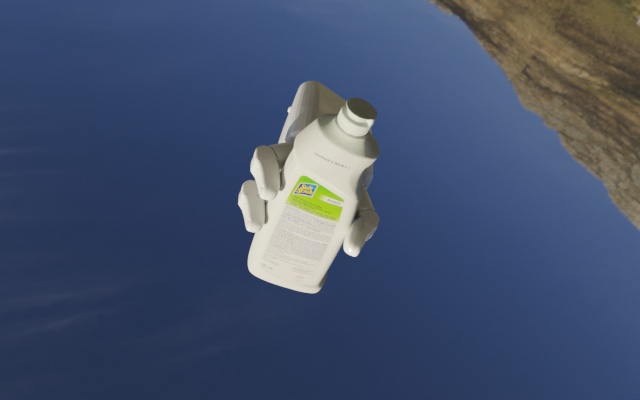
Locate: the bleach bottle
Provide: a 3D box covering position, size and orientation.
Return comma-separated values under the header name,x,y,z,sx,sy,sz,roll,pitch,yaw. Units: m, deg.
name,x,y,z,sx,sy,sz,roll,pitch,yaw
bleach bottle,0.000,0.002,0.498,0.102,0.068,0.251,18,-44,-11
